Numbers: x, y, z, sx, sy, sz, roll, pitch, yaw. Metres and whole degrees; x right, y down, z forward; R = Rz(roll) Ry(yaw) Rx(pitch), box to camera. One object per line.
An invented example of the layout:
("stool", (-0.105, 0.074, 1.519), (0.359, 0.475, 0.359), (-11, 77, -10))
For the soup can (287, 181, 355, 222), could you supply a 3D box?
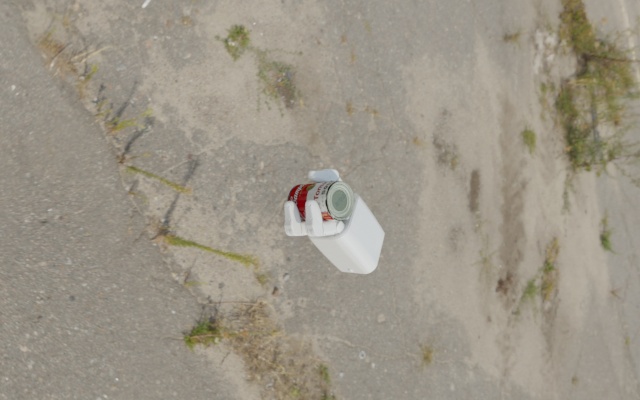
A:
("soup can", (0.000, 0.002, 0.821), (0.068, 0.068, 0.102), (0, -2, -43))
